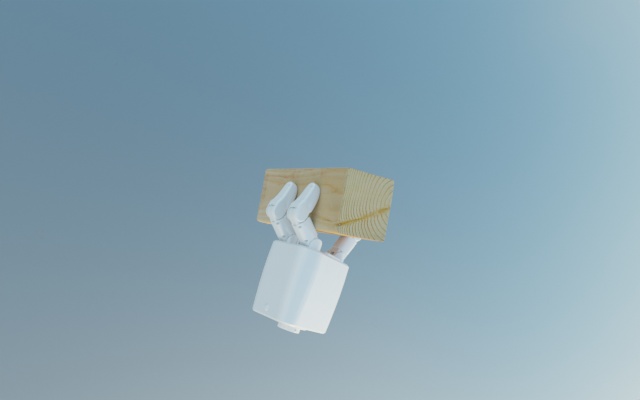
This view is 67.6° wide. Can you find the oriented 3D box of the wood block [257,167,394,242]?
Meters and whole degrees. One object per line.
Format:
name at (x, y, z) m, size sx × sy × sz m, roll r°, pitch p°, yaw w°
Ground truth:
wood block at (0.000, 0.003, 0.722) m, size 0.091 × 0.090 × 0.206 m, roll 13°, pitch -5°, yaw -38°
